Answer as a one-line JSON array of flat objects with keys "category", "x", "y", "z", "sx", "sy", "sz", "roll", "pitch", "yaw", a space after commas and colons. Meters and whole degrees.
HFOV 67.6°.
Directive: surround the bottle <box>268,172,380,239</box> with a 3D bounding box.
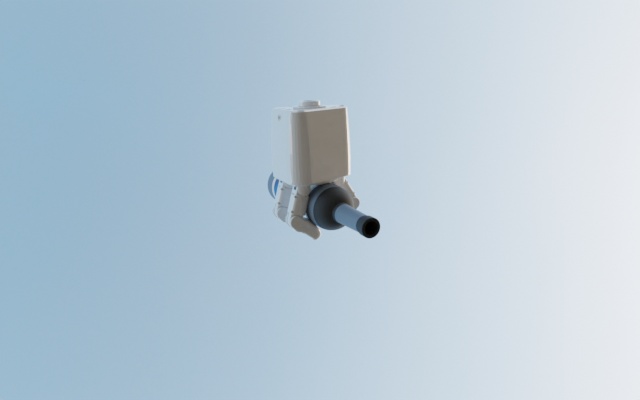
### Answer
[{"category": "bottle", "x": 0.000, "y": 0.002, "z": 0.725, "sx": 0.069, "sy": 0.069, "sz": 0.295, "roll": 0, "pitch": 13, "yaw": -26}]
